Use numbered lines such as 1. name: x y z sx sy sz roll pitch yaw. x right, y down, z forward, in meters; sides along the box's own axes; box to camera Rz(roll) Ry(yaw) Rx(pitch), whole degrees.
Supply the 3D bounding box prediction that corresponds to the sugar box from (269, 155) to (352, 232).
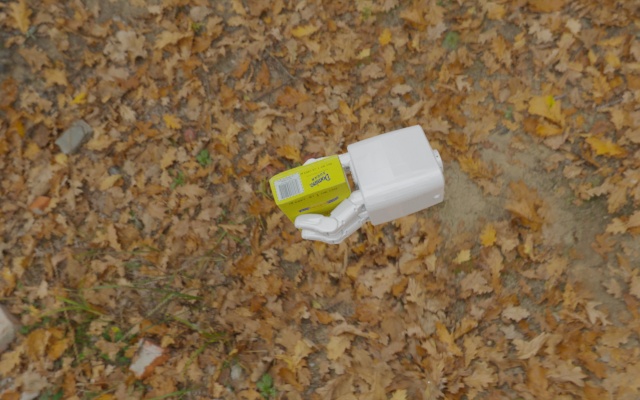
1. sugar box: 0.000 0.003 0.664 0.093 0.048 0.176 -18 -23 6
